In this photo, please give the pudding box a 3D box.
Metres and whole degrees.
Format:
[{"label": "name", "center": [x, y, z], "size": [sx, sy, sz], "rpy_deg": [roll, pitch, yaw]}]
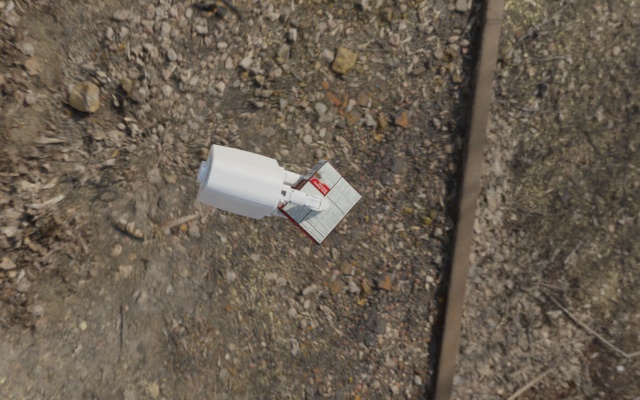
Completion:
[{"label": "pudding box", "center": [0.000, 0.003, 0.779], "size": [0.090, 0.113, 0.039], "rpy_deg": [45, -8, -16]}]
